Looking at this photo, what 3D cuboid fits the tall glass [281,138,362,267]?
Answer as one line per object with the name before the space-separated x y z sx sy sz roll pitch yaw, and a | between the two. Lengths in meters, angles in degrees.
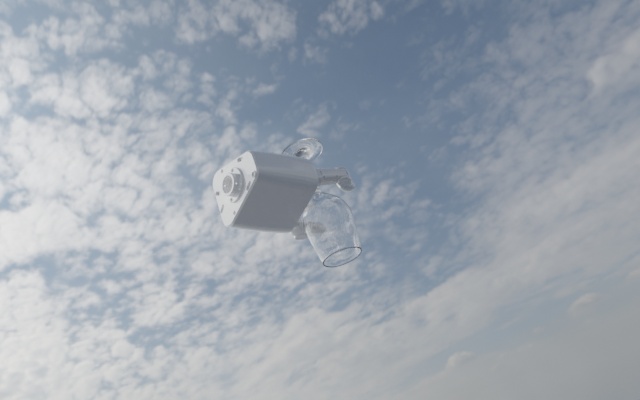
tall glass | 0.000 0.002 0.750 0.079 0.201 0.079 -17 -28 -9
